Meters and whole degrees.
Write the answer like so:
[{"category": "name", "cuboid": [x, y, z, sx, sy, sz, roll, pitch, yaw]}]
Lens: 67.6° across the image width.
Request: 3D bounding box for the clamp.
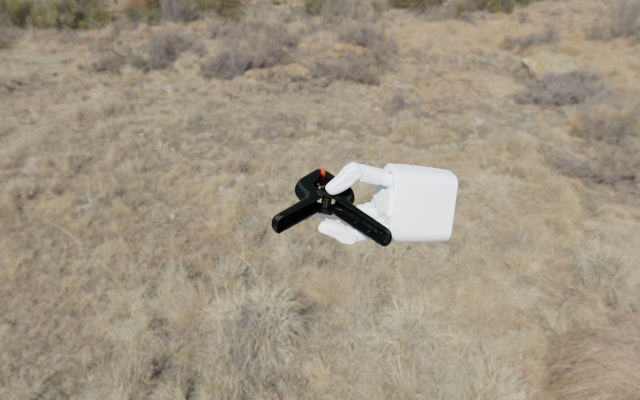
[{"category": "clamp", "cuboid": [0.000, 0.001, 0.714, 0.164, 0.036, 0.210, 6, 25, -16]}]
